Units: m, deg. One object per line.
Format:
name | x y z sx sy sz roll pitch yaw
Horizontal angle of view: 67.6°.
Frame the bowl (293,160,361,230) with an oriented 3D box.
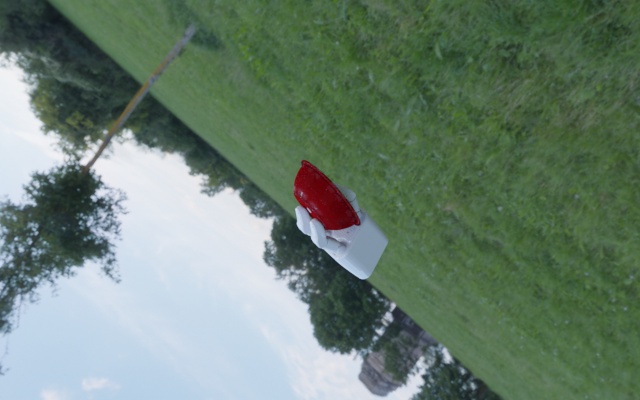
bowl | -0.001 0.002 0.882 0.055 0.162 0.162 -41 7 -8
